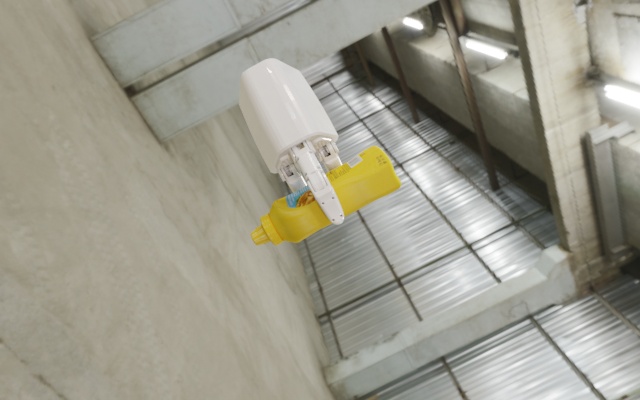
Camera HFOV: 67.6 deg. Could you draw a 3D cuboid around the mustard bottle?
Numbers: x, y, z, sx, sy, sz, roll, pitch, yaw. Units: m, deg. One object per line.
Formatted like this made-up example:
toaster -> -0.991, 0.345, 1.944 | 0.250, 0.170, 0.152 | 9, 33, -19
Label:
mustard bottle -> 0.000, 0.002, 0.592 | 0.191, 0.058, 0.096 | -29, 18, 2
